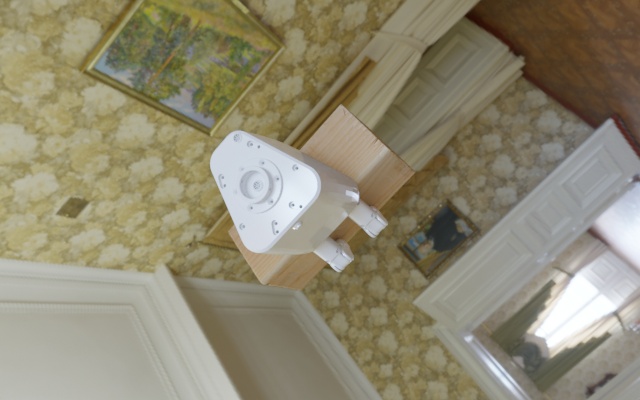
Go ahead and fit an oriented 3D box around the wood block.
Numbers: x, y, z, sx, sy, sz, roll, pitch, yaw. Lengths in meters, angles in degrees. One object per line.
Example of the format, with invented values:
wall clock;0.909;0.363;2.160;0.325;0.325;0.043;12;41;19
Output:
wood block;0.000;0.002;0.574;0.090;0.206;0.090;50;14;31
